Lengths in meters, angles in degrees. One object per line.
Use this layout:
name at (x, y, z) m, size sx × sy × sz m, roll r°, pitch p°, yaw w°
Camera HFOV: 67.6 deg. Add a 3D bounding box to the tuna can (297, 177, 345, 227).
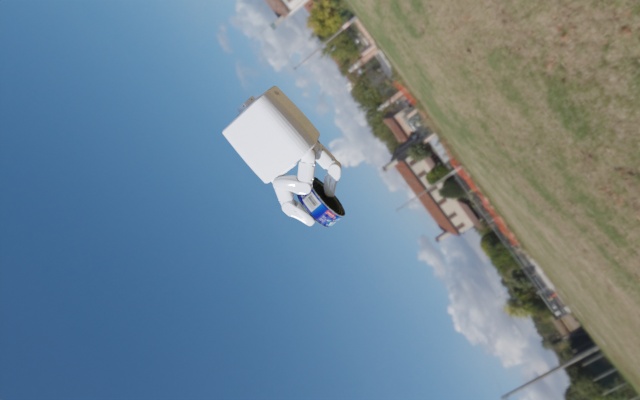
tuna can at (0.000, 0.003, 0.792) m, size 0.034 × 0.086 × 0.086 m, roll -41°, pitch -13°, yaw 15°
